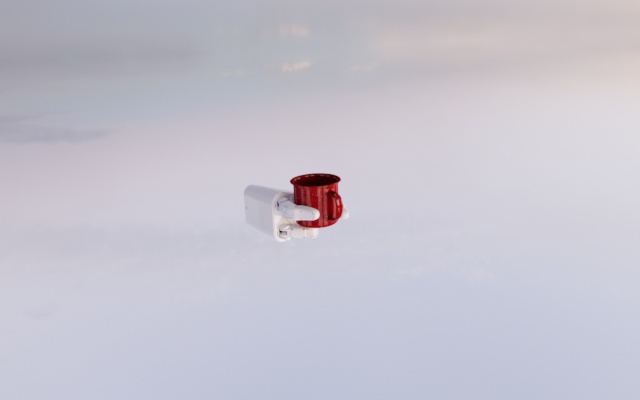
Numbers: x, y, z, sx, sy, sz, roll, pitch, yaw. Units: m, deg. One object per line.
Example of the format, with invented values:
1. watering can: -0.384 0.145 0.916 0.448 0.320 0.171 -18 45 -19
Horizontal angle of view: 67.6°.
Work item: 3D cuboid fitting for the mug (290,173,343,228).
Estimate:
1. mug: 0.001 0.003 0.867 0.093 0.081 0.117 -17 23 -37
